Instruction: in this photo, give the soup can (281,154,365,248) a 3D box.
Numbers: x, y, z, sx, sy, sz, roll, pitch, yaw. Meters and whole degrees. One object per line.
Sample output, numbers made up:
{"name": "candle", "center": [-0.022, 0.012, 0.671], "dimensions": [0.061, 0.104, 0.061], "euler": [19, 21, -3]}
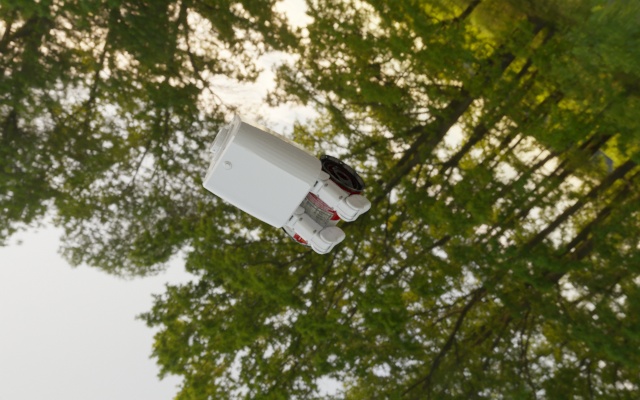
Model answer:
{"name": "soup can", "center": [0.000, 0.002, 0.609], "dimensions": [0.068, 0.102, 0.068], "euler": [30, 24, -15]}
